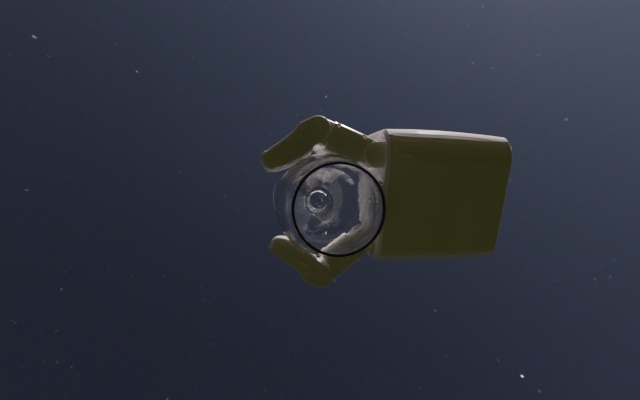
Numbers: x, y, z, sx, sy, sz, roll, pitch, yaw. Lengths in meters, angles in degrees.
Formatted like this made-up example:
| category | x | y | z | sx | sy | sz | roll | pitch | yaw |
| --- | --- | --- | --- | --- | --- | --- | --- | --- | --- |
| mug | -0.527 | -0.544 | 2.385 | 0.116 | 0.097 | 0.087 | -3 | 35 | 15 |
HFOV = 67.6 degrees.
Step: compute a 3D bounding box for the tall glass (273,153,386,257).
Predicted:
| category | x | y | z | sx | sy | sz | roll | pitch | yaw |
| --- | --- | --- | --- | --- | --- | --- | --- | --- | --- |
| tall glass | 0.000 | 0.001 | 0.404 | 0.079 | 0.079 | 0.201 | 0 | 3 | -7 |
